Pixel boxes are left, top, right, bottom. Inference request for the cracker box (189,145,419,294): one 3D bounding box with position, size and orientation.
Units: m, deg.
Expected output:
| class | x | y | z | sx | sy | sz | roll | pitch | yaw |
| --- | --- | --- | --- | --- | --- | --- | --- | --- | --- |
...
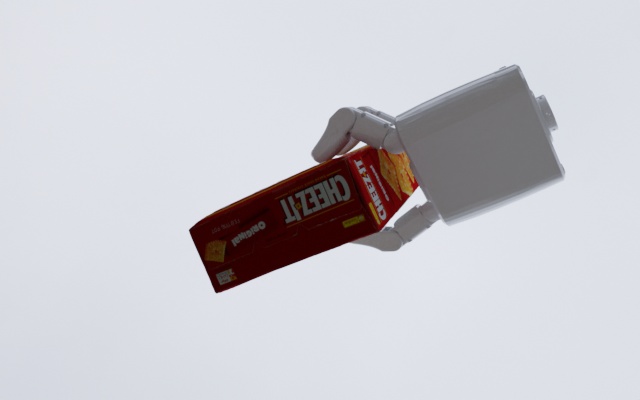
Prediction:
| class | x | y | z | sx | sy | sz | roll | pitch | yaw |
| --- | --- | --- | --- | --- | --- | --- | --- | --- | --- |
| cracker box | 0.000 | 0.002 | 0.477 | 0.164 | 0.072 | 0.213 | -24 | 2 | 24 |
